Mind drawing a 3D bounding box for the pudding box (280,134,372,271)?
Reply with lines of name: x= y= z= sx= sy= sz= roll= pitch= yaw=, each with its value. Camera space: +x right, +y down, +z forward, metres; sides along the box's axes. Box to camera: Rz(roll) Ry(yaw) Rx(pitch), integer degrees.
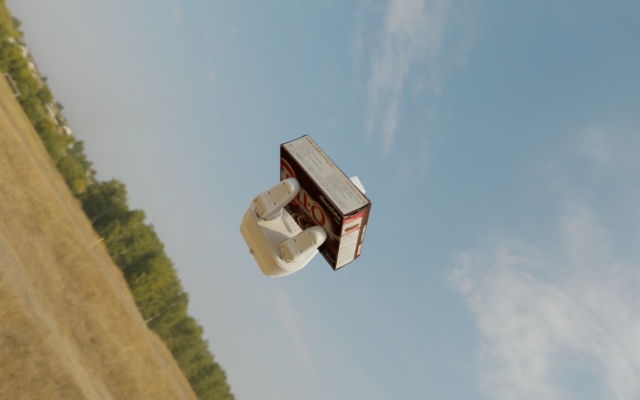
pudding box: x=0.000 y=0.002 z=0.488 sx=0.039 sy=0.090 sz=0.113 roll=-28 pitch=57 yaw=-25
